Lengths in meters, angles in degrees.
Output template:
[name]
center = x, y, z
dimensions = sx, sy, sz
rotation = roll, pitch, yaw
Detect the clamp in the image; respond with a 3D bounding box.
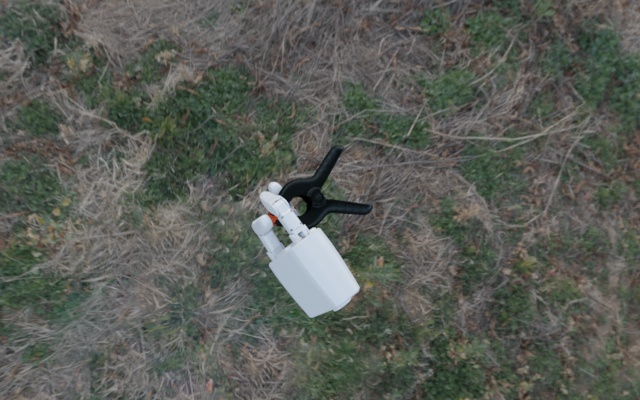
[clamp]
center = 0.000, 0.002, 0.743
dimensions = 0.171, 0.120, 0.039
rotation = -36, -2, -19
